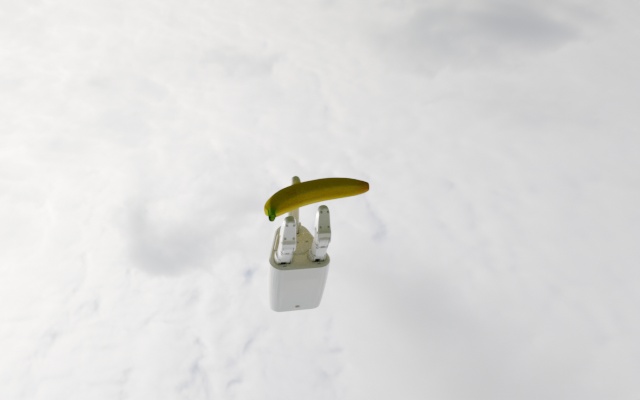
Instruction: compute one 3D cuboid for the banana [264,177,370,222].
[{"bbox_3d":[-0.014,-0.005,0.740,0.198,0.037,0.069,-19,39,-35],"label":"banana"}]
